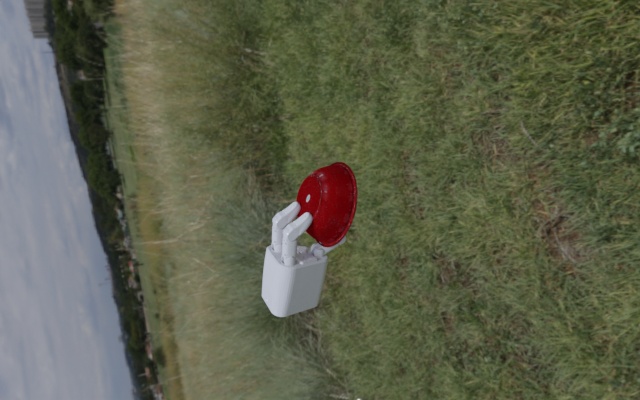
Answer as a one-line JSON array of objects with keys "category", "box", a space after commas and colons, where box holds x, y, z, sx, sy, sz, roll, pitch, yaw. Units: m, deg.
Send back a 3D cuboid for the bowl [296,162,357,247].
[{"category": "bowl", "box": [0.000, 0.001, 0.878, 0.055, 0.162, 0.162, 11, -6, -30]}]
